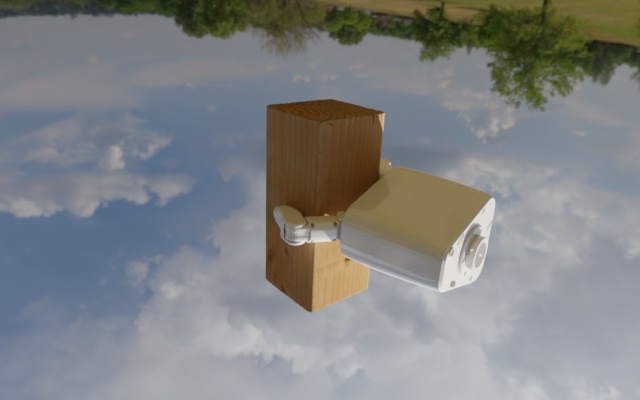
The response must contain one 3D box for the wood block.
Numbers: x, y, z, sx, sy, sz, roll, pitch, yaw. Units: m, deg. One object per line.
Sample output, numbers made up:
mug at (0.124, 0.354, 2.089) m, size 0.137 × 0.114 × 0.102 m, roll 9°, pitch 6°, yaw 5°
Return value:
wood block at (0.000, 0.002, 0.522) m, size 0.091 × 0.206 × 0.090 m, roll -14°, pitch 27°, yaw -37°
